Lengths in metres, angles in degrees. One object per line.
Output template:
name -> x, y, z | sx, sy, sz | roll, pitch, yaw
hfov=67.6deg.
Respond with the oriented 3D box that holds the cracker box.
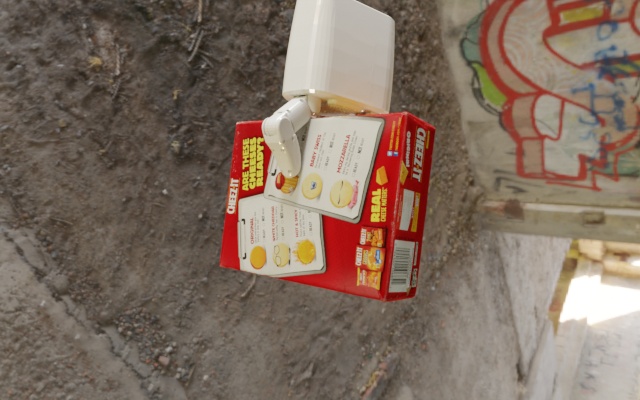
cracker box -> 0.000, 0.002, 0.488 | 0.213, 0.164, 0.072 | 4, -4, 38
